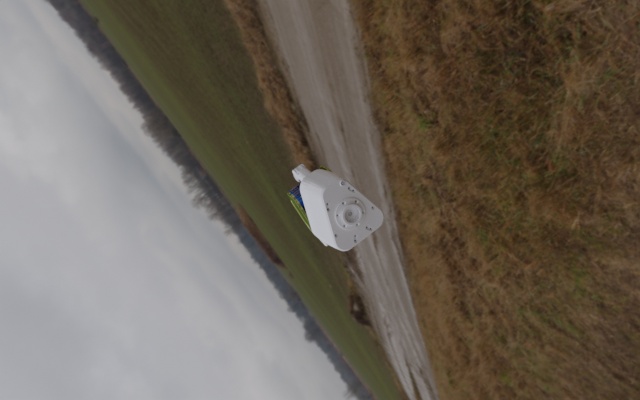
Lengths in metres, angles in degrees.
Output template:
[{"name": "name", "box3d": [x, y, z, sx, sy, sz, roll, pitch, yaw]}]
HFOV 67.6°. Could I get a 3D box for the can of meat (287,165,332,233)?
[{"name": "can of meat", "box3d": [0.000, 0.003, 0.862, 0.084, 0.102, 0.057, -37, 23, -10]}]
